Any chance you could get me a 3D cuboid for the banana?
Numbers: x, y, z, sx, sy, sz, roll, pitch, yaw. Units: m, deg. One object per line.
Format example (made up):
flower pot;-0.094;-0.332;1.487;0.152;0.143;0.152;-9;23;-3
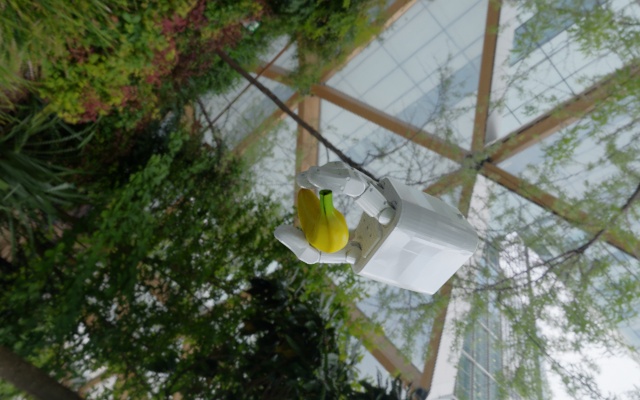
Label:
banana;0.001;0.020;0.529;0.037;0.069;0.198;-3;2;-10
